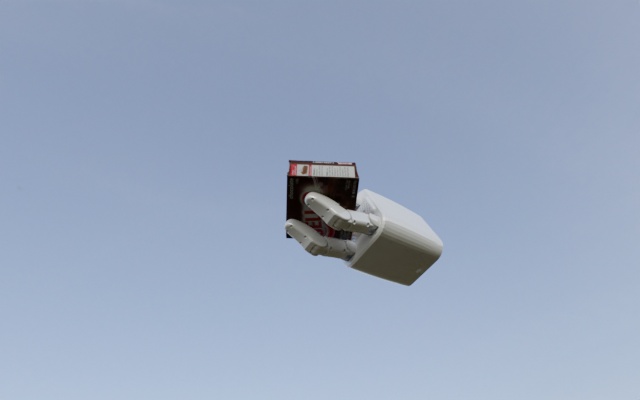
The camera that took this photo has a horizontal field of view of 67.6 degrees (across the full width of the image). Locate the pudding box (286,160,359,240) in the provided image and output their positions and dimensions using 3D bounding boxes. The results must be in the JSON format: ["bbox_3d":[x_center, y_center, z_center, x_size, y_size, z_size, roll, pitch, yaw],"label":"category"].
[{"bbox_3d":[0.000,0.002,0.626,0.090,0.114,0.039,1,39,-3],"label":"pudding box"}]
